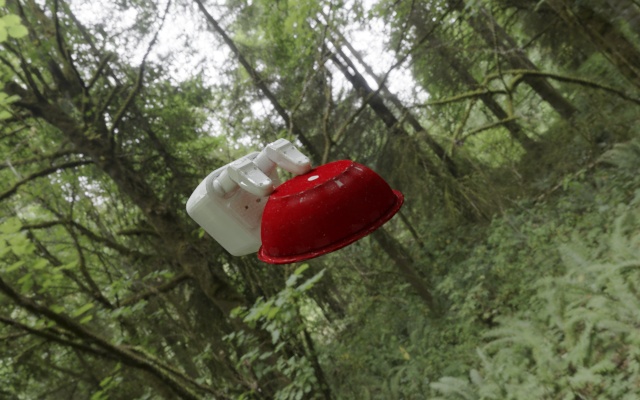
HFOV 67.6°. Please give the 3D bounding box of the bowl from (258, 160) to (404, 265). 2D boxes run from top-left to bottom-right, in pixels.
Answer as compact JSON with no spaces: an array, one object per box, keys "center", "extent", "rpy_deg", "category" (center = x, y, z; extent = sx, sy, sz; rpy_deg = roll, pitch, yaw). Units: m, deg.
[{"center":[0.001,0.001,0.488],"extent":[0.162,0.055,0.162],"rpy_deg":[-21,14,6],"category":"bowl"}]
